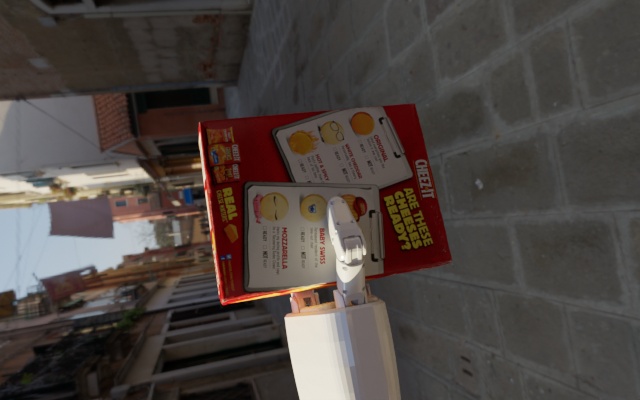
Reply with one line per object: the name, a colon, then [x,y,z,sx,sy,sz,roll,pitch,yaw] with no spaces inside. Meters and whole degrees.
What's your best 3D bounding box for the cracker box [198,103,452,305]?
cracker box: [0.000,0.002,0.463,0.213,0.164,0.072,-7,-12,-14]
